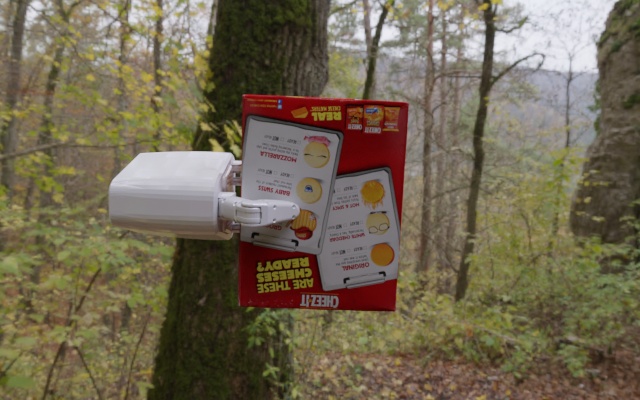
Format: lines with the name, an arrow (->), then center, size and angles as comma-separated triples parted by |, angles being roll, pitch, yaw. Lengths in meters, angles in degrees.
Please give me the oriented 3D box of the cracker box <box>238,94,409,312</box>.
cracker box -> 0.000, 0.001, 0.503 | 0.164, 0.214, 0.072 | 2, 8, -1
